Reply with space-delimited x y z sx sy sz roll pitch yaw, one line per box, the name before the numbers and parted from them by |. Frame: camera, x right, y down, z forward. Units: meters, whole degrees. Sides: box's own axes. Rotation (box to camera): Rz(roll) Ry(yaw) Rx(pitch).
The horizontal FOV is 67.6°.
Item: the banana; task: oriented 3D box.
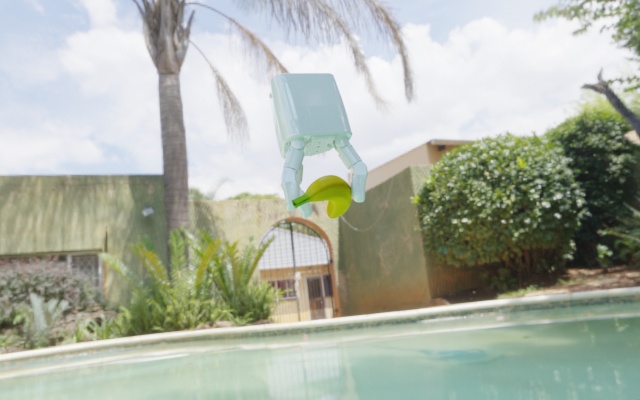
banana | 0.016 -0.006 0.724 0.069 0.037 0.198 -26 -15 12
